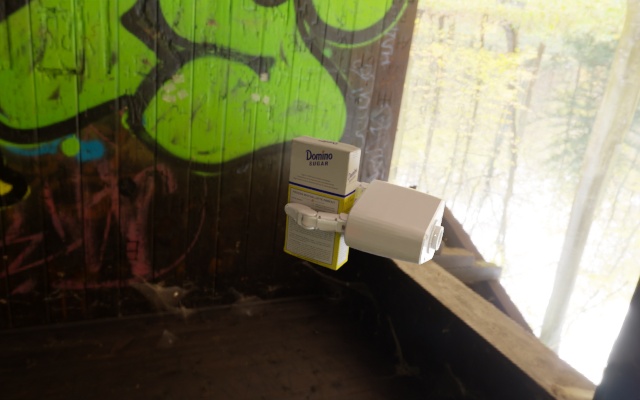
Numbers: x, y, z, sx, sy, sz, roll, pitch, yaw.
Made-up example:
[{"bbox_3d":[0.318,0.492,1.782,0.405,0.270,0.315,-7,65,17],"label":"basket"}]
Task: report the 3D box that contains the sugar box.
[{"bbox_3d":[0.000,0.002,0.686,0.093,0.176,0.048,16,20,24],"label":"sugar box"}]
